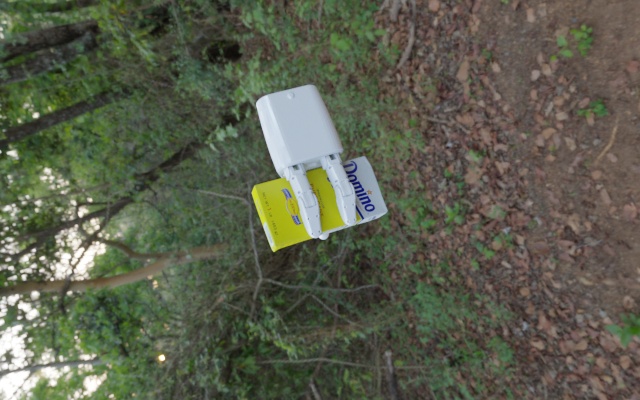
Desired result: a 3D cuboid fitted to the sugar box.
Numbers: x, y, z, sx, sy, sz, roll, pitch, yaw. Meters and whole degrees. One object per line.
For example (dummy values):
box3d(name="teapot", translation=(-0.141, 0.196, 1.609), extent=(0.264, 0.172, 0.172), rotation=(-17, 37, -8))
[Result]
box3d(name="sugar box", translation=(0.000, 0.002, 0.688), extent=(0.176, 0.093, 0.048), rotation=(-17, -10, -16))
